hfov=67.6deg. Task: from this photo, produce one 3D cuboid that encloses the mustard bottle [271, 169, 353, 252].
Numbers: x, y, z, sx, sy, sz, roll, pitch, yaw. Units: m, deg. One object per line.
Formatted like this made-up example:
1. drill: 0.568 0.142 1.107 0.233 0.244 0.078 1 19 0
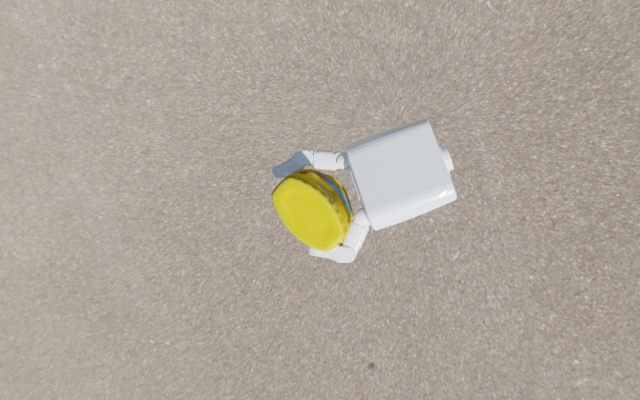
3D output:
1. mustard bottle: 0.000 0.002 0.620 0.058 0.096 0.191 -45 0 13
